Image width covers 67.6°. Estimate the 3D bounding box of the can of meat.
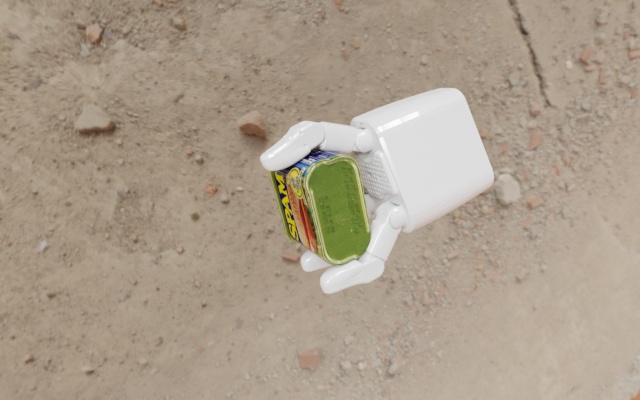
[{"bbox_3d":[0.000,0.001,0.442,0.057,0.102,0.084,-21,21,-21],"label":"can of meat"}]
